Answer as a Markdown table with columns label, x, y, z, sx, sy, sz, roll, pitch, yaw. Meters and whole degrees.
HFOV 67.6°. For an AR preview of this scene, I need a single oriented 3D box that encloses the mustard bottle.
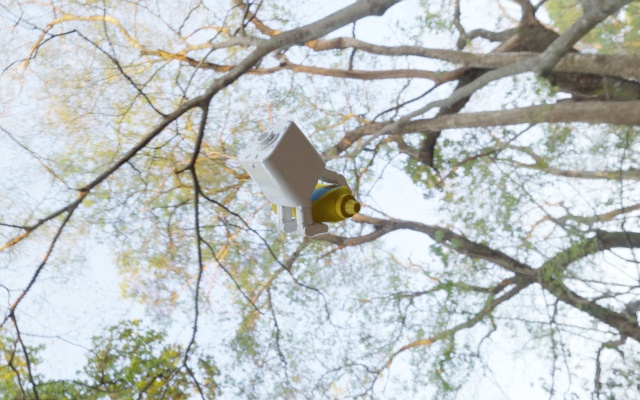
| label | x | y | z | sx | sy | sz | roll | pitch | yaw |
| --- | --- | --- | --- | --- | --- | --- | --- | --- | --- |
| mustard bottle | 0.000 | 0.003 | 0.861 | 0.096 | 0.058 | 0.191 | -26 | 21 | -35 |
